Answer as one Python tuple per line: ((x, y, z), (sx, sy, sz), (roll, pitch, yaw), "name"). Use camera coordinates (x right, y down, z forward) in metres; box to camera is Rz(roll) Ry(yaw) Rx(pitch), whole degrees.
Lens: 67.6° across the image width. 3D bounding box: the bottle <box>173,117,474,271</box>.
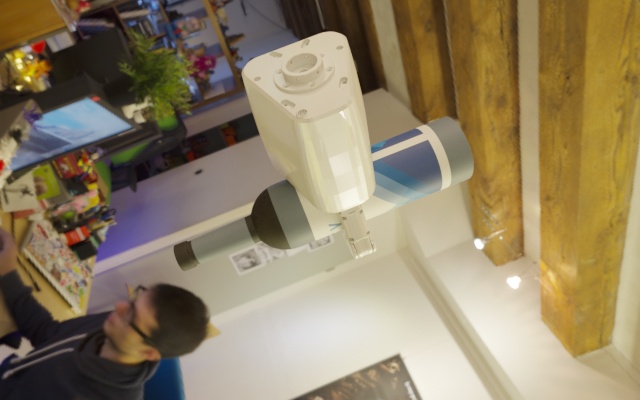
((0.000, 0.002, 0.469), (0.295, 0.069, 0.069), (-22, 1, -3), "bottle")
